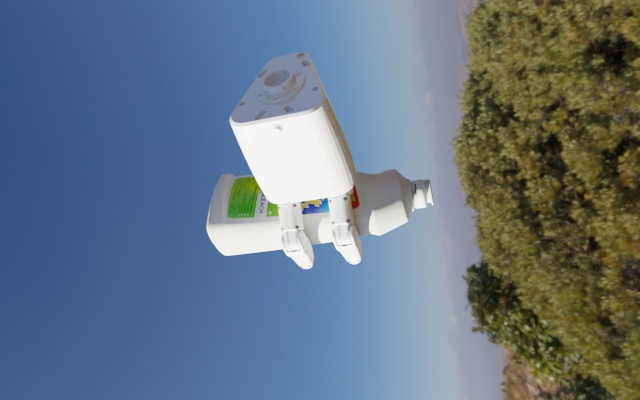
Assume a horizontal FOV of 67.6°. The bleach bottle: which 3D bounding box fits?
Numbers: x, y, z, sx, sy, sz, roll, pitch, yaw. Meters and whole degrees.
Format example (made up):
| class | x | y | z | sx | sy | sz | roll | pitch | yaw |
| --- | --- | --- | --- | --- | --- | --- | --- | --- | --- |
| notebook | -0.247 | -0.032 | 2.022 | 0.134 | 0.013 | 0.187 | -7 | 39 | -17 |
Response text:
| class | x | y | z | sx | sy | sz | roll | pitch | yaw |
| --- | --- | --- | --- | --- | --- | --- | --- | --- | --- |
| bleach bottle | 0.000 | 0.002 | 0.550 | 0.251 | 0.102 | 0.068 | -8 | -43 | 15 |
